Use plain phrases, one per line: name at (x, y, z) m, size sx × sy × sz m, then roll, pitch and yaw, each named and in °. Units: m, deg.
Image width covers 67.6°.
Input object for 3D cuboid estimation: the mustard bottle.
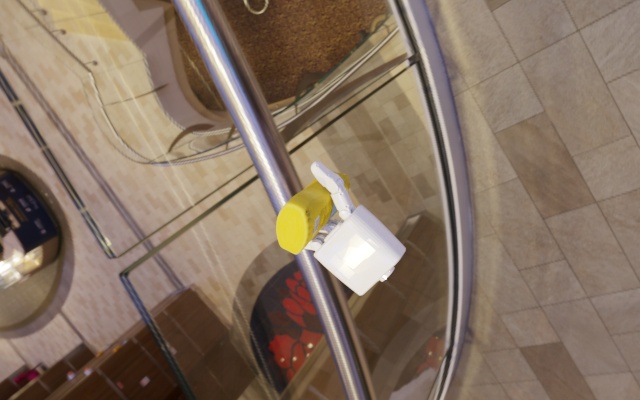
mustard bottle at (0.000, 0.003, 0.804) m, size 0.058 × 0.096 × 0.191 m, roll 23°, pitch 38°, yaw 19°
